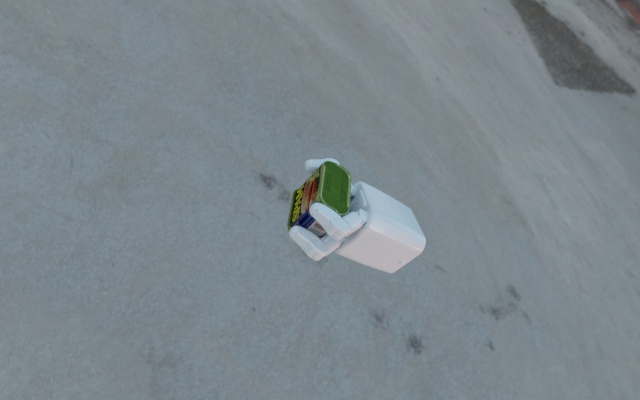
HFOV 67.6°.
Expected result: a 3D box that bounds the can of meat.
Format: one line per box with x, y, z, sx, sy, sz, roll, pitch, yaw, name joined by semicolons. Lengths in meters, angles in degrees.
0.000;0.002;0.702;0.057;0.102;0.084;28;-48;-20;can of meat
